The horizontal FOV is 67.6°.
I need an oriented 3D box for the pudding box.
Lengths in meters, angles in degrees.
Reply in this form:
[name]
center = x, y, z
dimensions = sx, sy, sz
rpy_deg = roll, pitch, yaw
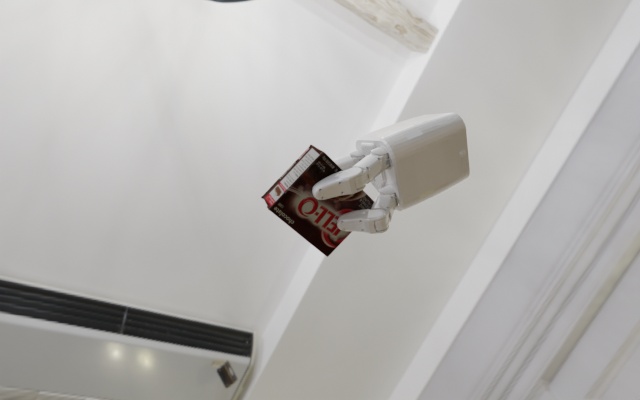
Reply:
[pudding box]
center = 0.000, 0.002, 0.569
dimensions = 0.113, 0.090, 0.039
rpy_deg = 42, 2, -33
